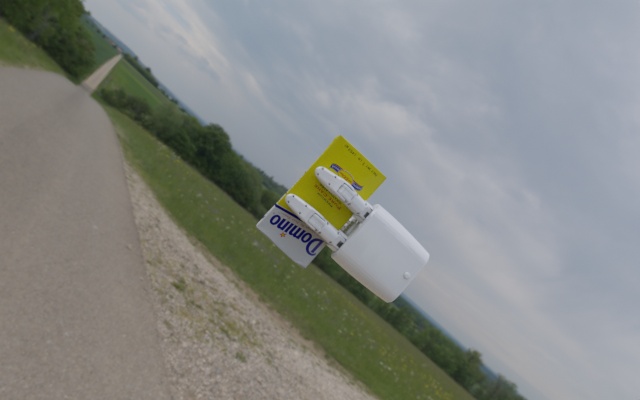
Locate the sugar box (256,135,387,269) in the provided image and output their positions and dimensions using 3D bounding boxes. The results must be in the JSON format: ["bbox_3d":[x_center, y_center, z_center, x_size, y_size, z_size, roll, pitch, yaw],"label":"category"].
[{"bbox_3d":[0.000,0.002,0.681,0.093,0.176,0.048,42,-4,-5],"label":"sugar box"}]
